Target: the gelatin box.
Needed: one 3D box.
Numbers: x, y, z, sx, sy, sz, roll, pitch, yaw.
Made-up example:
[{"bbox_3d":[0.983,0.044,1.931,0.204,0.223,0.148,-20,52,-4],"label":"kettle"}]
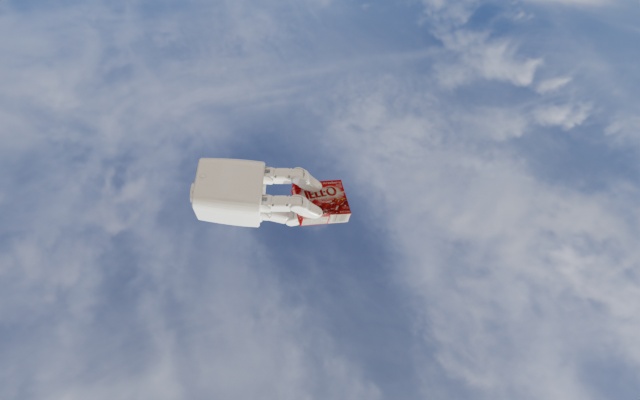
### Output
[{"bbox_3d":[0.000,0.003,0.812,0.089,0.073,0.030,-4,-35,-17],"label":"gelatin box"}]
